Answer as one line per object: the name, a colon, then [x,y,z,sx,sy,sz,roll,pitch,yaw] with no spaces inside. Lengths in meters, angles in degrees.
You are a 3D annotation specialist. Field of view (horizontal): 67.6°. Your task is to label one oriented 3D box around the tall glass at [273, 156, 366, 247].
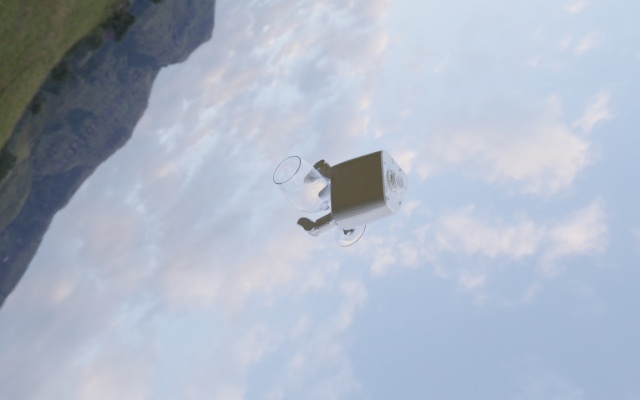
tall glass: [0.000,0.003,0.880,0.079,0.079,0.201,0,-34,46]
